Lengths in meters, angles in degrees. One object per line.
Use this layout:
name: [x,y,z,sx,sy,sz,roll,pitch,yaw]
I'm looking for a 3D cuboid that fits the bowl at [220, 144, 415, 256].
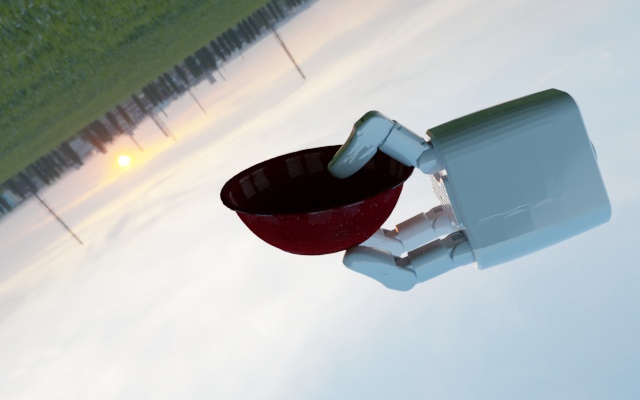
bowl: [-0.001,0.002,0.405,0.162,0.055,0.162,-8,22,3]
